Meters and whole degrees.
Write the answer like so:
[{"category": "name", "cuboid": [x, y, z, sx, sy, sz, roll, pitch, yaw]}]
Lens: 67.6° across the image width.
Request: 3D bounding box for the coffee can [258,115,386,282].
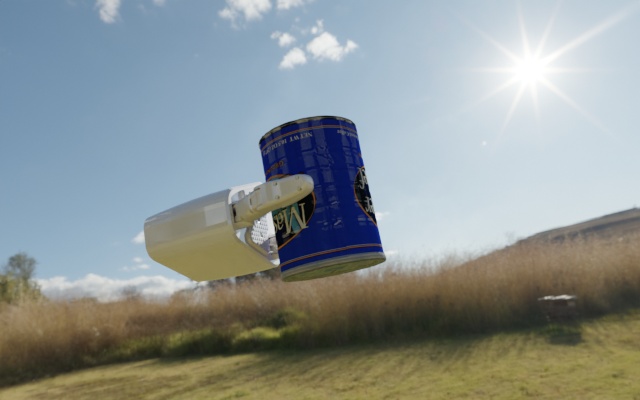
[{"category": "coffee can", "cuboid": [0.000, 0.002, 0.475, 0.103, 0.140, 0.103, -11, -14, -3]}]
